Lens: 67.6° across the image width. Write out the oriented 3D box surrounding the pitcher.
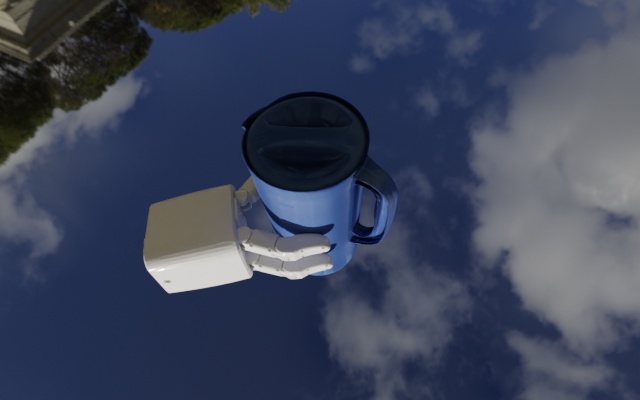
[{"bbox_3d":[0.000,0.002,0.582,0.145,0.149,0.243,-14,-32,-4],"label":"pitcher"}]
